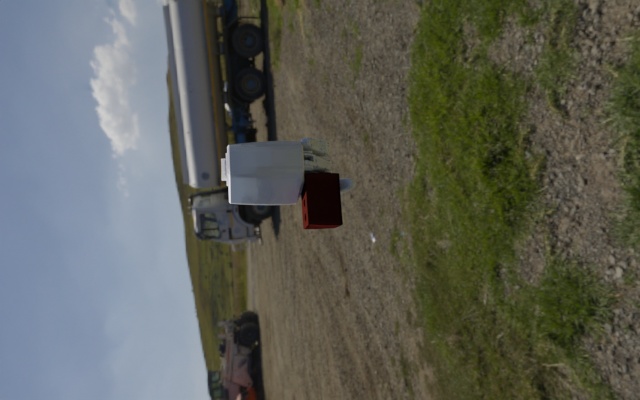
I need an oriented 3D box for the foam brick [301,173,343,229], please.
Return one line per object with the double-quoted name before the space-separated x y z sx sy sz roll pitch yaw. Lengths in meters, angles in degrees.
"foam brick" 0.000 0.003 0.711 0.051 0.078 0.053 -2 -11 -12
